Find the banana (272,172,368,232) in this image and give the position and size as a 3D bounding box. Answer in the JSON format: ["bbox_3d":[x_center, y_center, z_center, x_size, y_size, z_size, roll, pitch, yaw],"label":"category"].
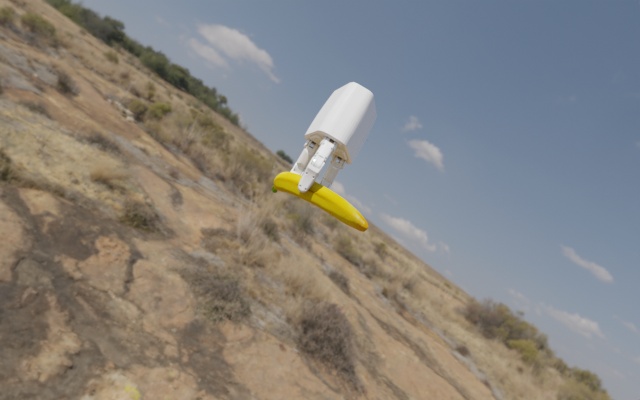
[{"bbox_3d":[-0.008,-0.006,0.805,0.197,0.037,0.070,25,-15,25],"label":"banana"}]
